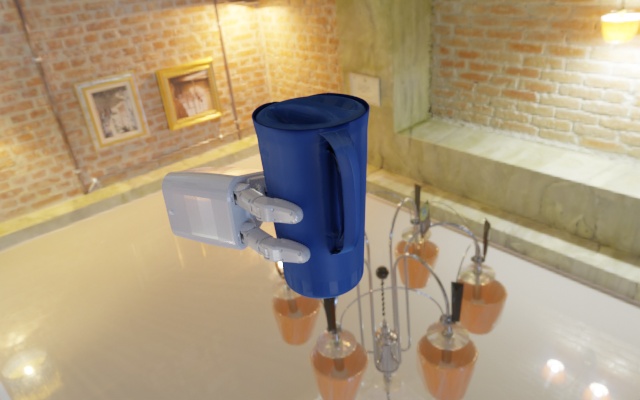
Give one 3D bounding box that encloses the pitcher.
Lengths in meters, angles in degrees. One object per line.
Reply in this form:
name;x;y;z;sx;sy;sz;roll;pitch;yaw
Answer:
pitcher;0.000;0.002;0.583;0.145;0.243;0.149;7;30;21
